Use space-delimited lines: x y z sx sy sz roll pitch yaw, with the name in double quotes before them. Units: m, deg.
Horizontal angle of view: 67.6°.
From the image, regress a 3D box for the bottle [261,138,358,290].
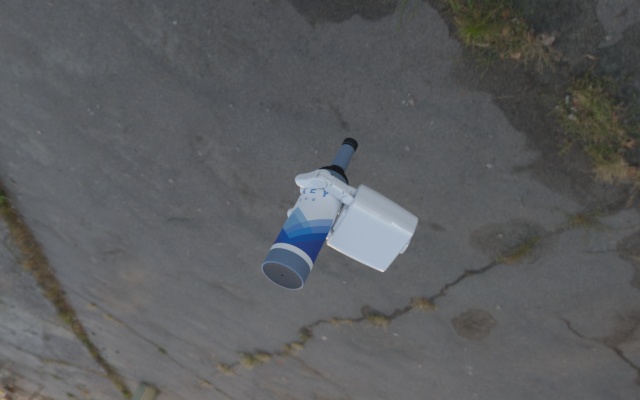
"bottle" 0.000 0.003 0.765 0.069 0.295 0.069 17 -38 14
